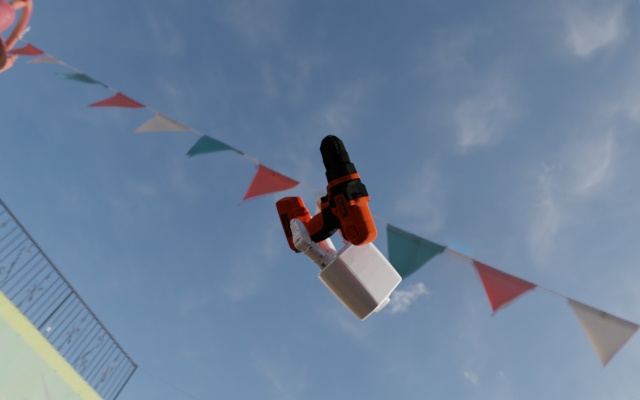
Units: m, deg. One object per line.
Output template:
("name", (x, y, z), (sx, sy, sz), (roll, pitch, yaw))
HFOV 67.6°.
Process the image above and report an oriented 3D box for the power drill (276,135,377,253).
("power drill", (0.000, 0.003, 0.812), (0.057, 0.184, 0.188), (-12, -10, -40))
